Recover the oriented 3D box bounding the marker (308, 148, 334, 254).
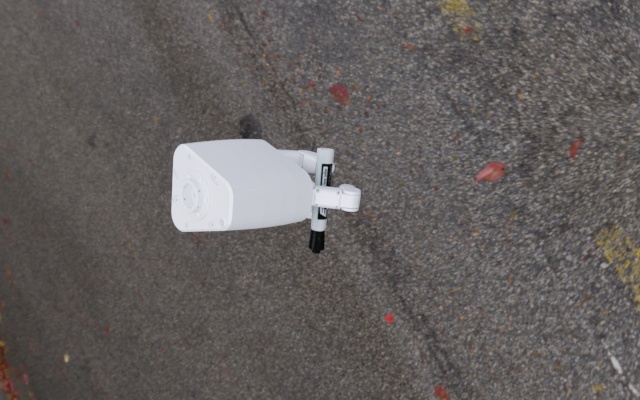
[{"bbox_3d":[0.000,0.002,0.541,0.020,0.121,0.020,5,13,-1],"label":"marker"}]
